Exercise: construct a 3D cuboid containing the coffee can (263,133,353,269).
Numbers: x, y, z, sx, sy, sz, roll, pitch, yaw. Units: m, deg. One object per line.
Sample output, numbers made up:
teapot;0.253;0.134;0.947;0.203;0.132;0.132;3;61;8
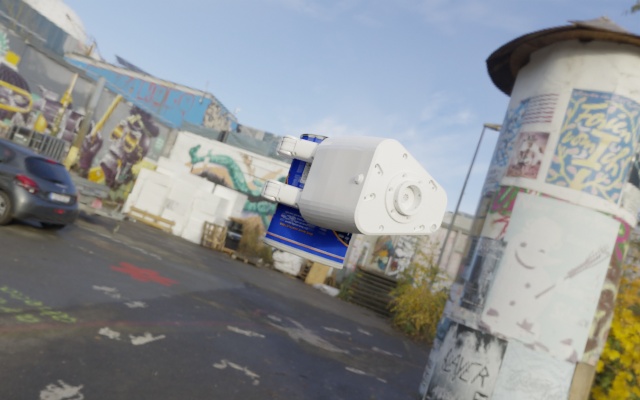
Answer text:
coffee can;0.000;0.002;0.589;0.103;0.140;0.103;19;-5;2
